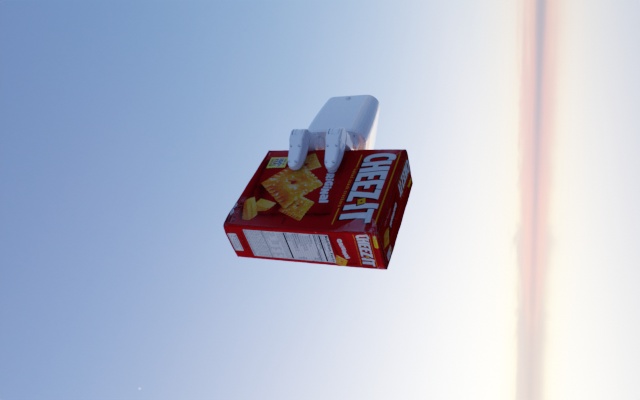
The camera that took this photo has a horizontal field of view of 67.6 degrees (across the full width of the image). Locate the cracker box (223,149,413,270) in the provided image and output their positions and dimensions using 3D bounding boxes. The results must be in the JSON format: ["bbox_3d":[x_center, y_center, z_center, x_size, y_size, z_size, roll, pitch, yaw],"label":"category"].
[{"bbox_3d":[0.000,0.002,0.640,0.213,0.072,0.164,2,43,24],"label":"cracker box"}]
